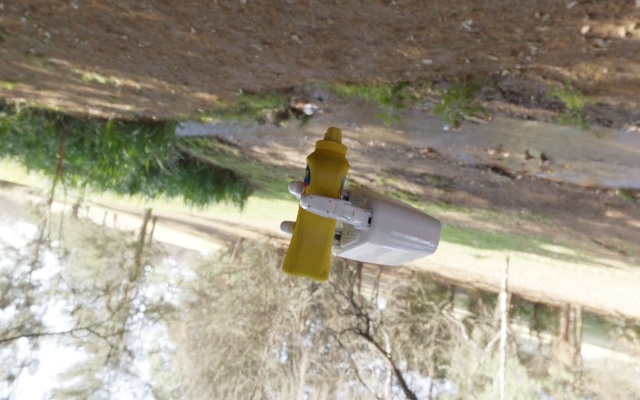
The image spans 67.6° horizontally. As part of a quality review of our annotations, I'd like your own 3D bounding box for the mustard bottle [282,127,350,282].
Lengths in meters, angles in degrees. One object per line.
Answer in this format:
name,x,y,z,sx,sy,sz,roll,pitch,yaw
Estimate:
mustard bottle,0.000,0.002,0.597,0.058,0.191,0.096,12,-7,0
